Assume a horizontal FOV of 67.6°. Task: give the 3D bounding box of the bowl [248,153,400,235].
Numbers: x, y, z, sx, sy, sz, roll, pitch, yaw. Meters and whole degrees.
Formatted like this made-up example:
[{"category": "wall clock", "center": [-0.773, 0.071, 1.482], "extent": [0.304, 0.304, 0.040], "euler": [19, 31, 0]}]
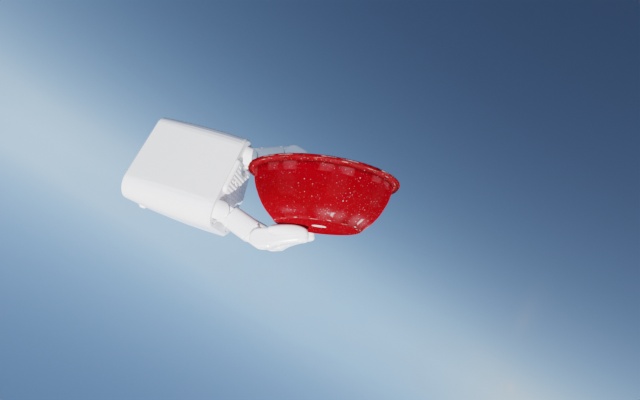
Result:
[{"category": "bowl", "center": [0.001, 0.002, 0.501], "extent": [0.162, 0.055, 0.162], "euler": [7, -12, 2]}]
